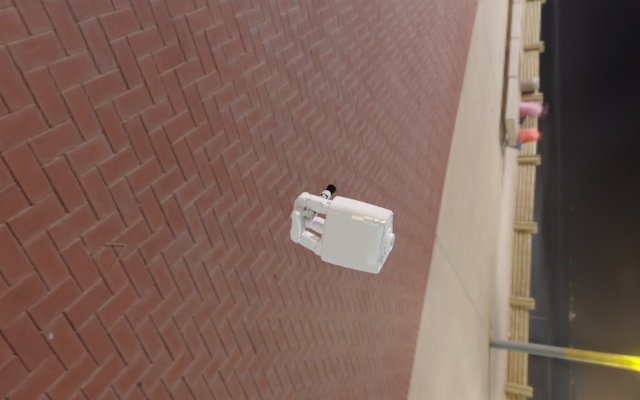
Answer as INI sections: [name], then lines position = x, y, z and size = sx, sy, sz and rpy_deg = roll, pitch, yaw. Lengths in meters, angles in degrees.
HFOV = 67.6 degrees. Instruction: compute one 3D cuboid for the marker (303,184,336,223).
[marker]
position = 0.000, 0.003, 0.894
size = 0.020, 0.020, 0.121
rpy_deg = 0, 29, 27
